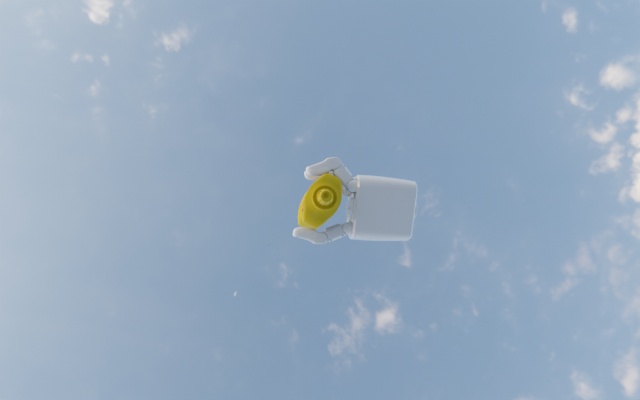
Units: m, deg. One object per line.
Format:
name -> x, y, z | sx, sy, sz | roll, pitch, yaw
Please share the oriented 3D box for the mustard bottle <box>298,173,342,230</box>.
mustard bottle -> 0.000, 0.003, 0.826 | 0.058, 0.096, 0.191 | 28, -8, -3
